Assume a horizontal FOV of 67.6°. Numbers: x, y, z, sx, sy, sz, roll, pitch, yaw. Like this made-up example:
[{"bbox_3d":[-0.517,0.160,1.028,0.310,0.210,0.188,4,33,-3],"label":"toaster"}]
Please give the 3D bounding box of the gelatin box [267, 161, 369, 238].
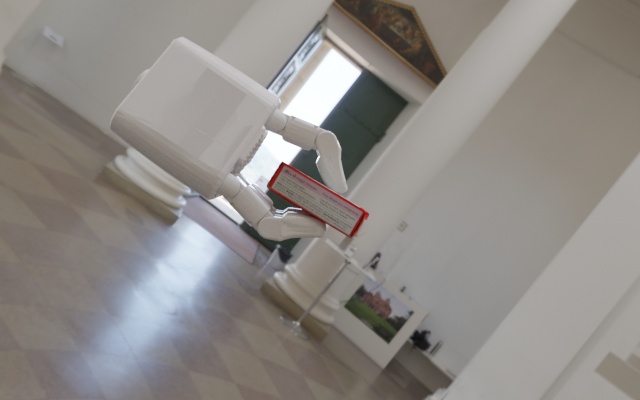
[{"bbox_3d":[0.001,0.001,0.445,0.089,0.030,0.073,30,1,8],"label":"gelatin box"}]
